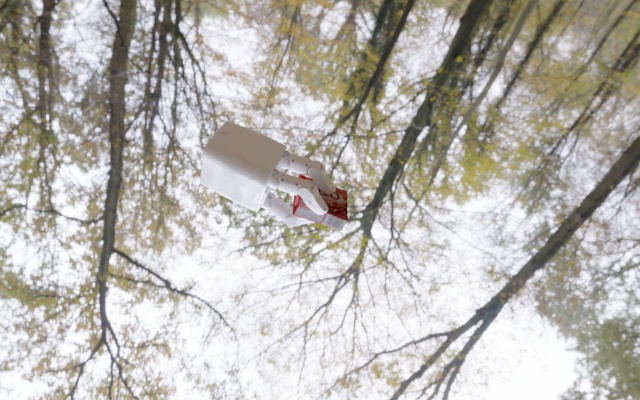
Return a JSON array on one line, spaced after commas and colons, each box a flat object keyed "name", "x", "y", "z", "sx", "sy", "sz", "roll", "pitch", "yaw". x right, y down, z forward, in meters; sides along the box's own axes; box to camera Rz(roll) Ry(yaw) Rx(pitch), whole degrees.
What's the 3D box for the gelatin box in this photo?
[{"name": "gelatin box", "x": 0.000, "y": 0.003, "z": 0.775, "sx": 0.089, "sy": 0.030, "sz": 0.073, "roll": 20, "pitch": 39, "yaw": -15}]
